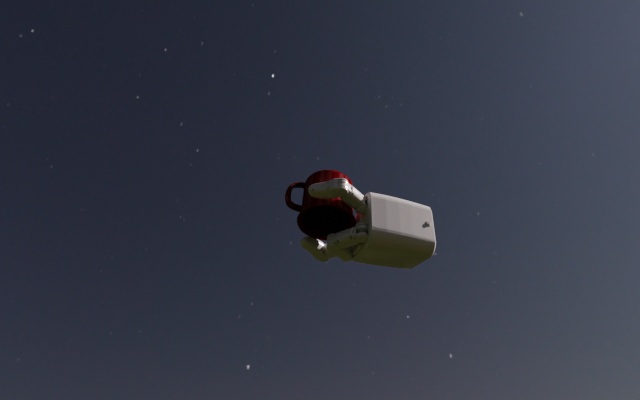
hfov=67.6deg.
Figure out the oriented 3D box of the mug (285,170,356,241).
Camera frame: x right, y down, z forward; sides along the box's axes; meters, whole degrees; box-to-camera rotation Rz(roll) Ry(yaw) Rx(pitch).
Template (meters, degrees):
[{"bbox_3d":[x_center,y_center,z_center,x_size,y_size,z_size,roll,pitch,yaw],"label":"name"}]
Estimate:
[{"bbox_3d":[-0.001,0.002,0.768,0.117,0.081,0.093,13,-41,-10],"label":"mug"}]
